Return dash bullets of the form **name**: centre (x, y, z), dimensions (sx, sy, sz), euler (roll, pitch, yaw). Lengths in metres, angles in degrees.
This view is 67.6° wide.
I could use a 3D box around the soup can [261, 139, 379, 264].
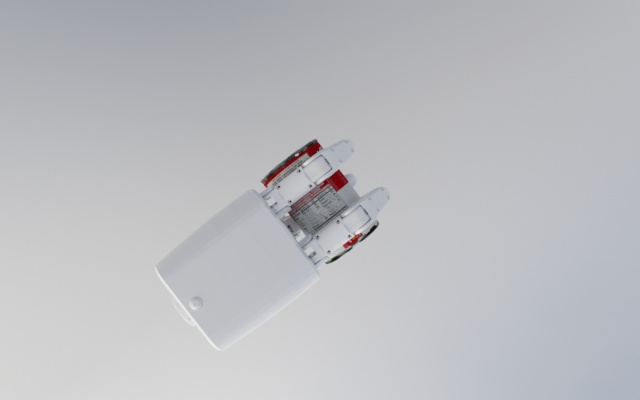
- **soup can**: centre (0.001, 0.001, 0.460), dimensions (0.068, 0.102, 0.068), euler (-38, 1, 1)
